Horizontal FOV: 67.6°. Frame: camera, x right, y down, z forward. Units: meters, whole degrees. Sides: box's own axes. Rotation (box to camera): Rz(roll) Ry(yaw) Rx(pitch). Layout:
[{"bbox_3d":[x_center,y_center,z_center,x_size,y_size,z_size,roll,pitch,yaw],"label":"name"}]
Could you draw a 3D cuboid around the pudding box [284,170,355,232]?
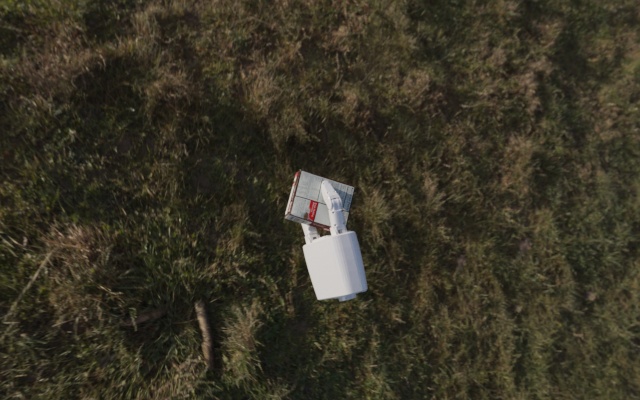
[{"bbox_3d":[0.000,0.003,0.874,0.113,0.090,0.039,17,-15,-14],"label":"pudding box"}]
